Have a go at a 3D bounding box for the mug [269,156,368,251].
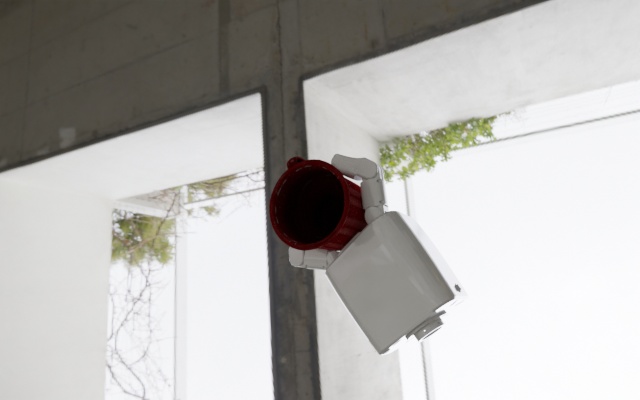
[{"bbox_3d":[-0.001,0.001,0.519,0.093,0.117,0.081,-40,-26,16],"label":"mug"}]
